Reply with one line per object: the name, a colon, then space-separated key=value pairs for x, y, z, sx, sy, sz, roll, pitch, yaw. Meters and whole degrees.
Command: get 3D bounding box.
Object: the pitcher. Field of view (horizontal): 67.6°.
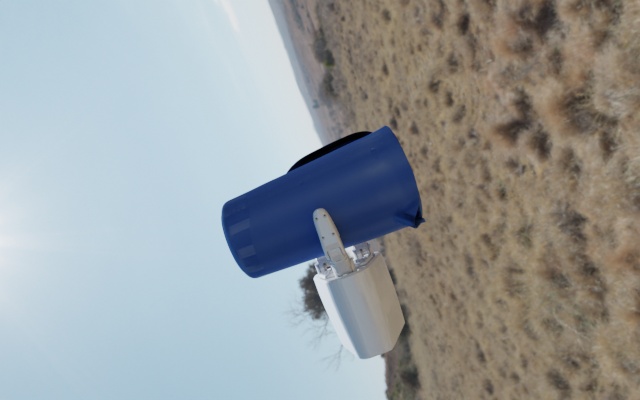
pitcher: x=0.000 y=0.002 z=0.623 sx=0.243 sy=0.145 sz=0.149 roll=-22 pitch=1 yaw=3
